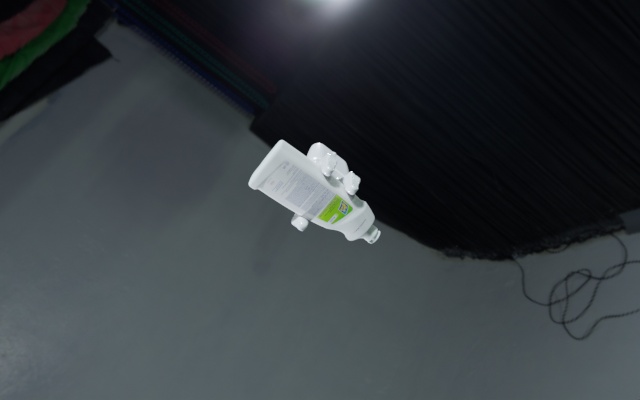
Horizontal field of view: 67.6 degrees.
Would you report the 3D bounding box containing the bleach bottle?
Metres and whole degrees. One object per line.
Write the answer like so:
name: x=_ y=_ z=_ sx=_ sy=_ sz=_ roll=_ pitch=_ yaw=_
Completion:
bleach bottle: x=0.000 y=0.003 z=0.869 sx=0.251 sy=0.102 sz=0.068 roll=37 pitch=20 yaw=-14
